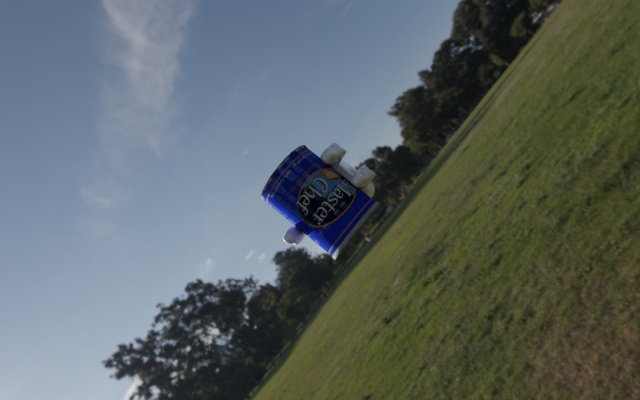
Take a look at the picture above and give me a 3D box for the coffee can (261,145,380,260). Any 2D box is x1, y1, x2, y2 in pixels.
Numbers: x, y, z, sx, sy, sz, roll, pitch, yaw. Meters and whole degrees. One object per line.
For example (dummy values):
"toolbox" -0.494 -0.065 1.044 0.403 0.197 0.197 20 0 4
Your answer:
"coffee can" 0.000 0.002 0.692 0.140 0.103 0.103 39 6 8
